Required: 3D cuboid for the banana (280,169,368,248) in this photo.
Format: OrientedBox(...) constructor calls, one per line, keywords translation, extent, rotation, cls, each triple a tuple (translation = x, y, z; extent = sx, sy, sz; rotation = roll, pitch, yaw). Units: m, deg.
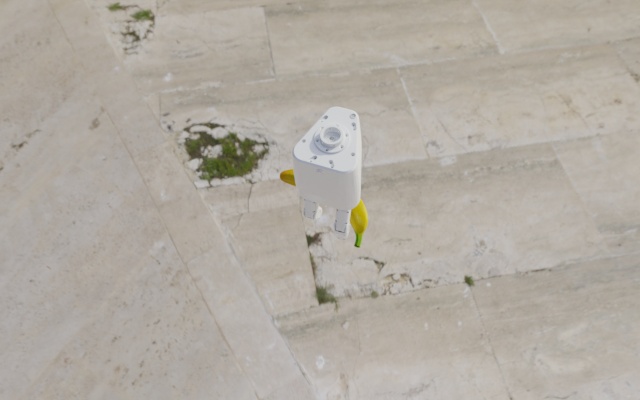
OrientedBox(translation=(0.016, -0.008, 0.827), extent=(0.197, 0.069, 0.037), rotation=(41, -14, 21), cls="banana")
